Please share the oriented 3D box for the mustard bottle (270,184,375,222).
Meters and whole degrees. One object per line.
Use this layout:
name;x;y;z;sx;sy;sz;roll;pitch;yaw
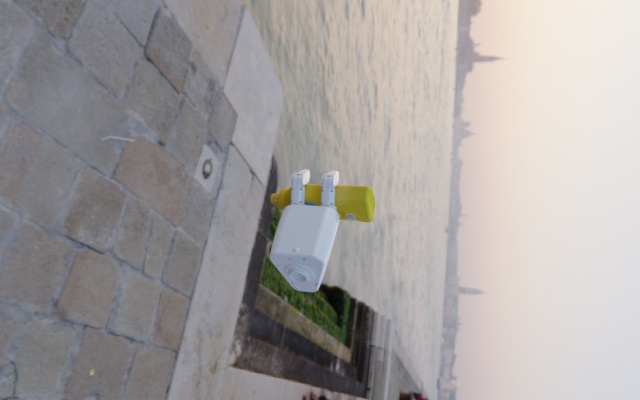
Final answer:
mustard bottle;0.000;0.003;0.875;0.191;0.058;0.096;3;-19;15
